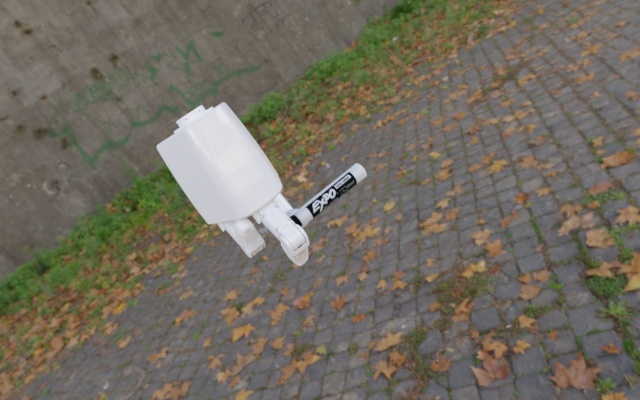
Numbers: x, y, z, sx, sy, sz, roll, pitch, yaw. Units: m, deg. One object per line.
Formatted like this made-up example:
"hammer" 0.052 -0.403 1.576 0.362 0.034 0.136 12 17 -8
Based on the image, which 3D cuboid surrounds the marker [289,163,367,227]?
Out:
"marker" 0.000 0.002 0.513 0.121 0.020 0.020 -38 13 -17
